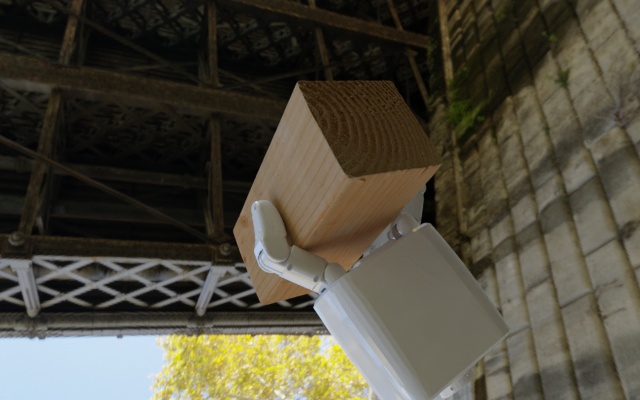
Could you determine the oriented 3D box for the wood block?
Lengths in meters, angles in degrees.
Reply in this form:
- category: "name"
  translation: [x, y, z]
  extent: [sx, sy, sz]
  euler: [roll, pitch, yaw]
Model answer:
- category: "wood block"
  translation: [0.000, 0.002, 0.420]
  extent: [0.091, 0.090, 0.206]
  euler: [-9, -30, -31]
